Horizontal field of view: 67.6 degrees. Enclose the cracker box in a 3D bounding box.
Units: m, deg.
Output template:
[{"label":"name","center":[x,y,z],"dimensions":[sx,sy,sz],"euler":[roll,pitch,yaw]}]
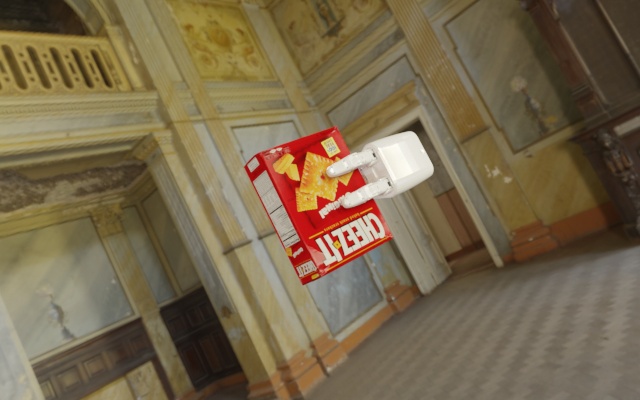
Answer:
[{"label":"cracker box","center":[0.000,0.002,0.771],"dimensions":[0.164,0.213,0.072],"euler":[-23,-6,-35]}]
